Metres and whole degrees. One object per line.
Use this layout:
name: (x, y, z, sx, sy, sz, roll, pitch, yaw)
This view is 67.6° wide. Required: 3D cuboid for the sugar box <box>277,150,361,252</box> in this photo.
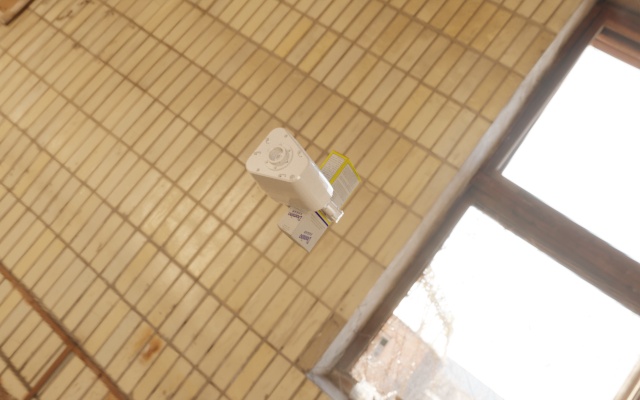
sugar box: (0.000, 0.003, 0.891, 0.048, 0.176, 0.093, 34, -10, 32)
